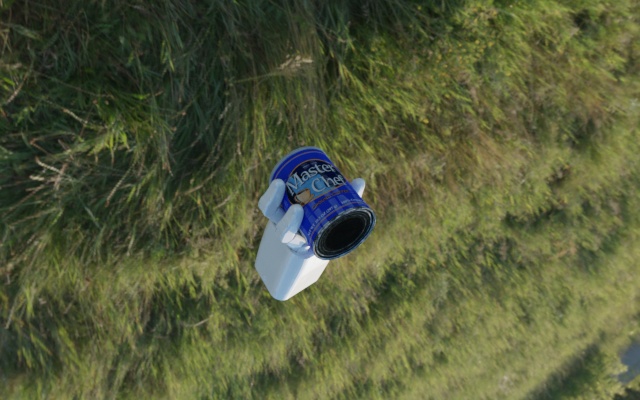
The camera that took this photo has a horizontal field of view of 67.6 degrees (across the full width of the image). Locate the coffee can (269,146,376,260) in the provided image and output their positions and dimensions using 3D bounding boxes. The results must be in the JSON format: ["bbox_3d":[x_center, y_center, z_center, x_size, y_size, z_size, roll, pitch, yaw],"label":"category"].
[{"bbox_3d":[0.000,0.002,0.702,0.103,0.103,0.140,0,41,-41],"label":"coffee can"}]
